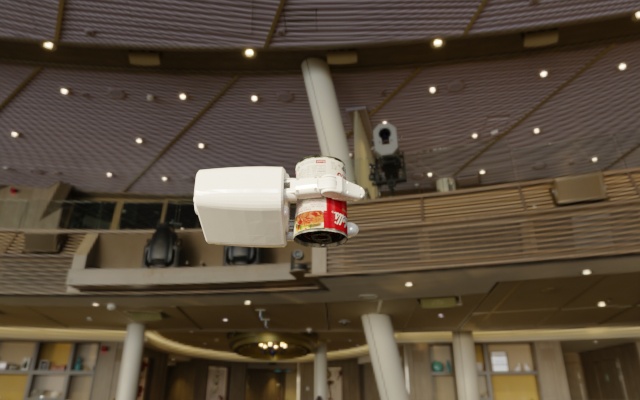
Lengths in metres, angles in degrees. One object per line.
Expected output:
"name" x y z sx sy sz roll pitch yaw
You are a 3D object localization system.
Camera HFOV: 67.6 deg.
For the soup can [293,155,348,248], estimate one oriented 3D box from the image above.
"soup can" 0.001 0.002 0.610 0.068 0.102 0.068 0 -23 0
